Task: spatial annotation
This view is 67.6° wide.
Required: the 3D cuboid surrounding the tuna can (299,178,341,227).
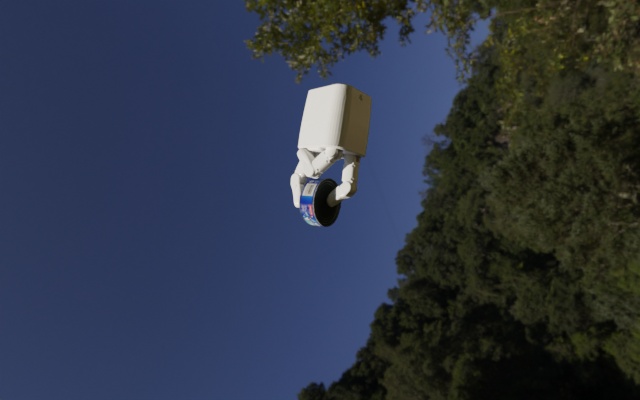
[{"bbox_3d":[0.000,0.003,0.846,0.034,0.086,0.086,4,2,35],"label":"tuna can"}]
